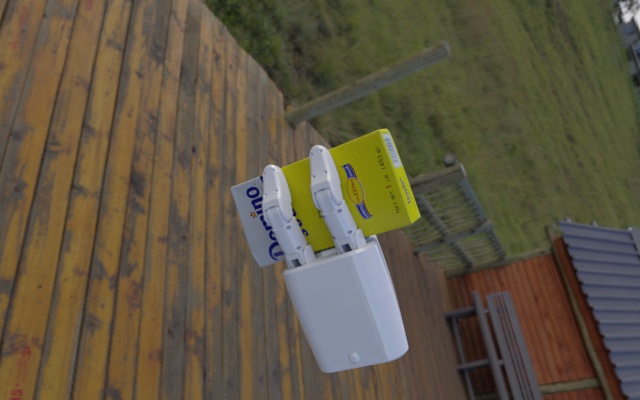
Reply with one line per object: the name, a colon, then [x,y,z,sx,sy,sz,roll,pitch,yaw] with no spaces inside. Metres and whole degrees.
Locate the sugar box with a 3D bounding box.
sugar box: [0.000,0.002,0.481,0.176,0.093,0.048,-20,-1,23]
